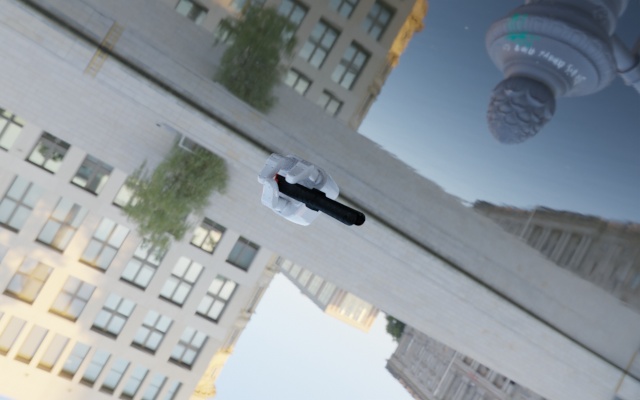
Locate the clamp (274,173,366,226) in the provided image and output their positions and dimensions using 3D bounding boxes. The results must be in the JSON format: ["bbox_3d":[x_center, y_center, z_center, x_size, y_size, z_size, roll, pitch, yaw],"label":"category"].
[{"bbox_3d":[0.000,0.003,0.808,0.171,0.039,0.120,28,-2,21],"label":"clamp"}]
